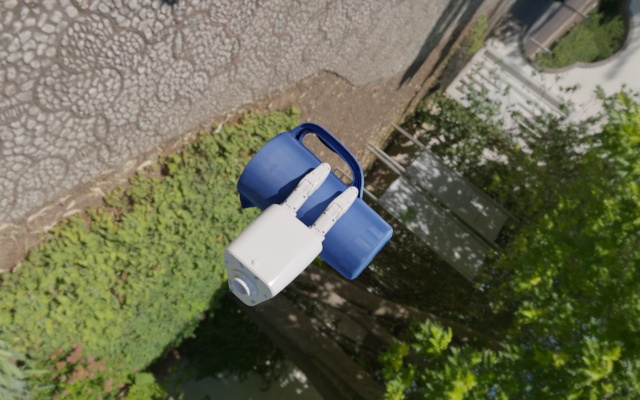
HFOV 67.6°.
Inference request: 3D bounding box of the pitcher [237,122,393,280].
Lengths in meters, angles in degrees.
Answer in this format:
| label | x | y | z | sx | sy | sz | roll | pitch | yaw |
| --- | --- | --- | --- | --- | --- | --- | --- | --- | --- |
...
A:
| label | x | y | z | sx | sy | sz | roll | pitch | yaw |
| --- | --- | --- | --- | --- | --- | --- | --- | --- | --- |
| pitcher | 0.000 | 0.003 | 0.769 | 0.145 | 0.243 | 0.149 | -43 | -11 | -36 |
